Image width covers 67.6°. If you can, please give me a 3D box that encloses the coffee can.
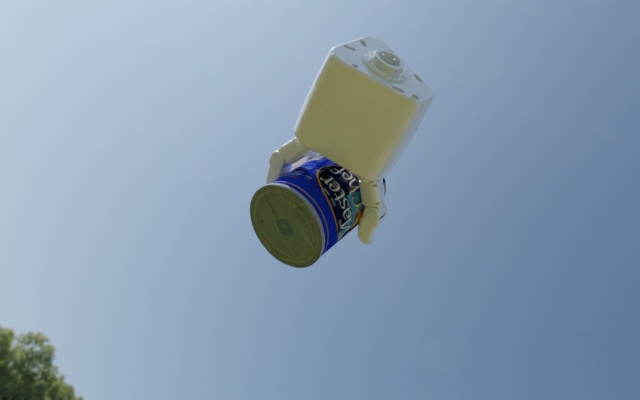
[{"bbox_3d":[0.000,0.002,0.574,0.103,0.103,0.140,0,24,40],"label":"coffee can"}]
